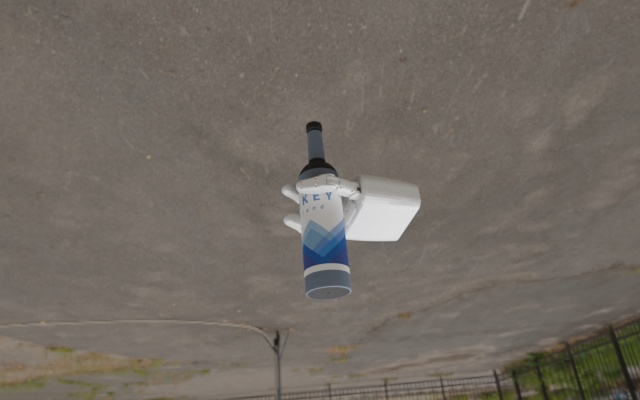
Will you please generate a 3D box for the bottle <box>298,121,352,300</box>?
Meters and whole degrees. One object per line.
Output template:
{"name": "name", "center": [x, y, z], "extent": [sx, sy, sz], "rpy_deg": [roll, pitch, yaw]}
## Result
{"name": "bottle", "center": [0.000, 0.003, 0.749], "extent": [0.069, 0.295, 0.069], "rpy_deg": [-4, -27, -2]}
